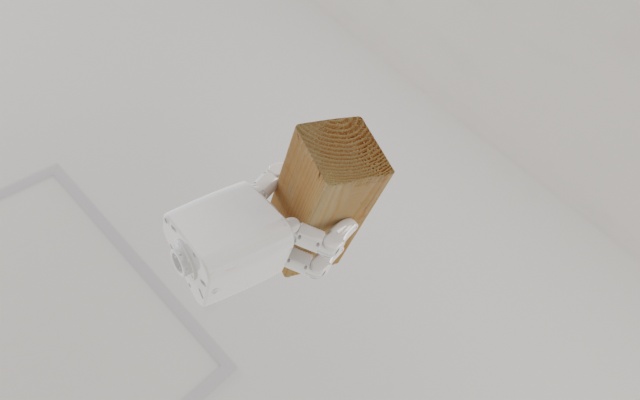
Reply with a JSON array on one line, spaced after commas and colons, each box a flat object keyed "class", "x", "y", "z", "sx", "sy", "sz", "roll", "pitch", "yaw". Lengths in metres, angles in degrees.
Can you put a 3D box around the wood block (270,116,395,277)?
[{"class": "wood block", "x": 0.000, "y": 0.002, "z": 0.603, "sx": 0.090, "sy": 0.090, "sz": 0.206, "roll": -12, "pitch": -30, "yaw": -27}]
